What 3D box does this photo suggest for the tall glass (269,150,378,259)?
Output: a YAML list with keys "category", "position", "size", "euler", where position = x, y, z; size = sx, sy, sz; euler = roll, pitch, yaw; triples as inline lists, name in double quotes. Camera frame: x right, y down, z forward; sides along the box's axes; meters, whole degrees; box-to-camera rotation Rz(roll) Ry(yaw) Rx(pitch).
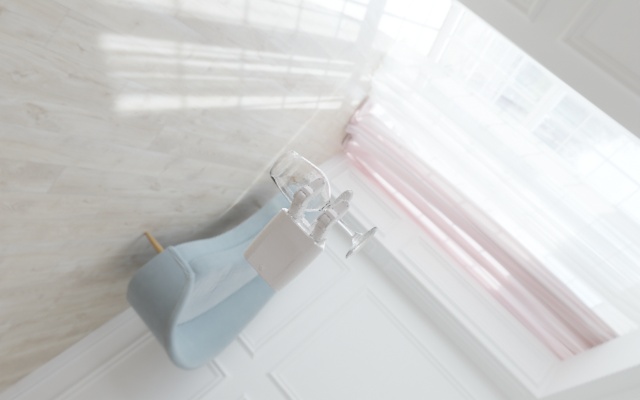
- category: "tall glass"
  position: [0.001, 0.003, 0.812]
  size: [0.201, 0.079, 0.079]
  euler: [45, 15, 16]
